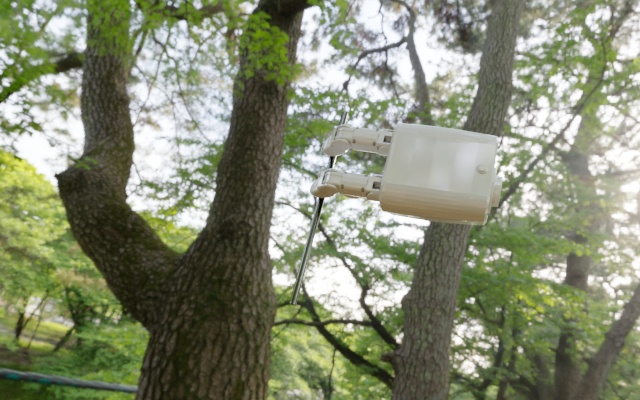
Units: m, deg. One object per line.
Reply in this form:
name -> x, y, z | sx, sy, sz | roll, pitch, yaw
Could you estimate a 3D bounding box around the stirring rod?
stirring rod -> 0.000, 0.002, 0.553 | 0.011, 0.239, 0.011 | 14, -18, 5
